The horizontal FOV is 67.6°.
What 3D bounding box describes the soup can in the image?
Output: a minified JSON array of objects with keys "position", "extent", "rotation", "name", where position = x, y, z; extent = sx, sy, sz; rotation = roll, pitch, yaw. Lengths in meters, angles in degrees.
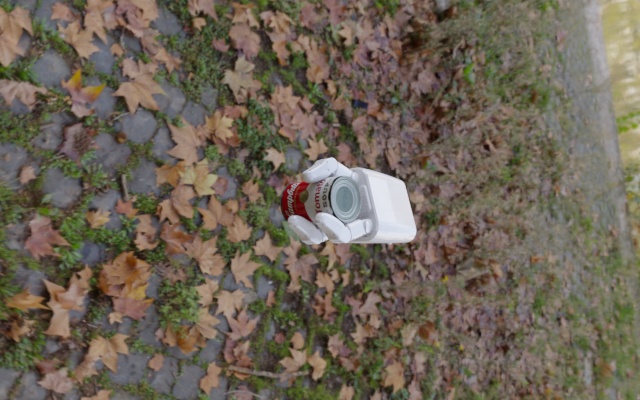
[{"position":[0.000,0.002,0.686],"extent":[0.102,0.068,0.068],"rotation":[-6,-4,44],"name":"soup can"}]
